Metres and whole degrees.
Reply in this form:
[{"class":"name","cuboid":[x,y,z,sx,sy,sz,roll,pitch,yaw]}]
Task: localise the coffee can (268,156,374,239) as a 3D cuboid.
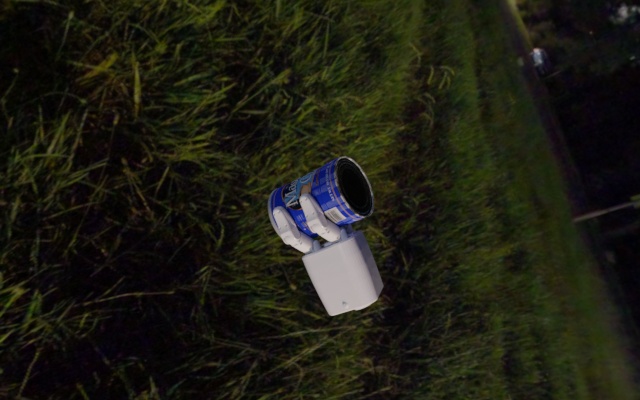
[{"class":"coffee can","cuboid":[0.000,0.002,0.771,0.140,0.102,0.103,-25,-14,32]}]
